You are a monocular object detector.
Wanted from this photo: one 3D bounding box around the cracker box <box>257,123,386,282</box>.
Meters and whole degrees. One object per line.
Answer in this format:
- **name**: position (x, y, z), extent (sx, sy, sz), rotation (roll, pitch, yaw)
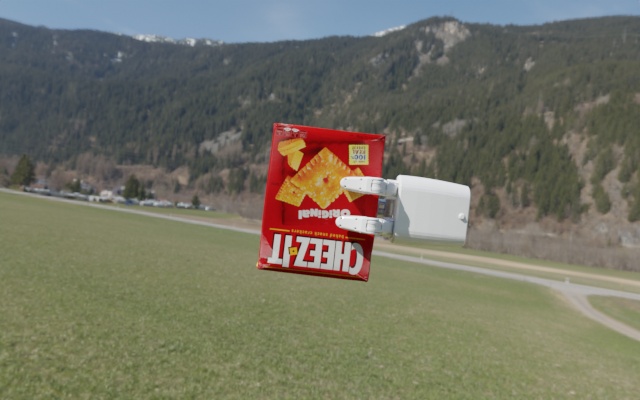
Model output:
- **cracker box**: position (0.000, 0.002, 0.703), extent (0.164, 0.213, 0.072), rotation (7, -1, -2)
